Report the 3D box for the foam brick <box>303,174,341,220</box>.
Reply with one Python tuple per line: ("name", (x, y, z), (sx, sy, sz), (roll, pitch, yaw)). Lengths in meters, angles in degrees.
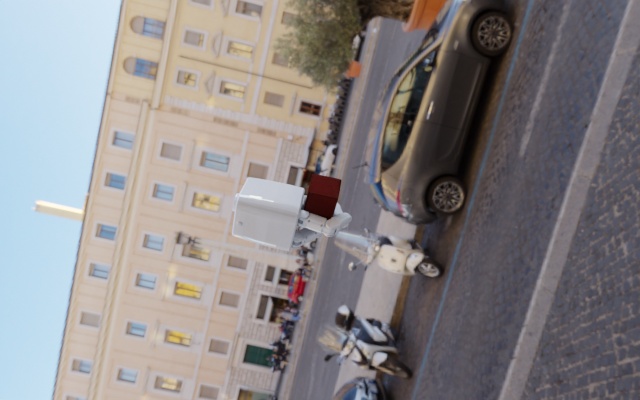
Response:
("foam brick", (0.000, 0.002, 0.814), (0.051, 0.078, 0.053), (14, 41, -2))
